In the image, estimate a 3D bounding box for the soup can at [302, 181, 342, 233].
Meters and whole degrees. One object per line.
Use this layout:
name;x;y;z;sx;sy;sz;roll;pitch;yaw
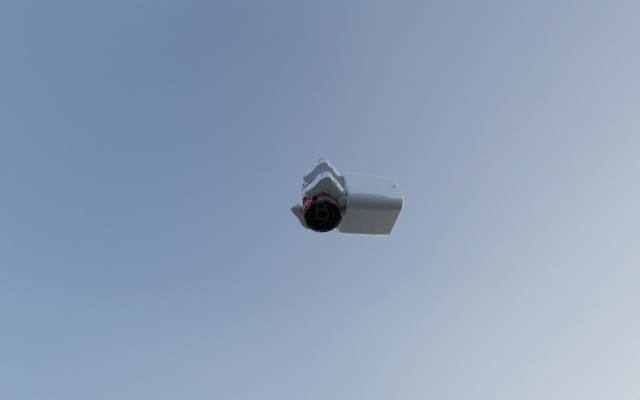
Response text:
soup can;0.000;0.003;0.891;0.068;0.068;0.102;0;32;-6
